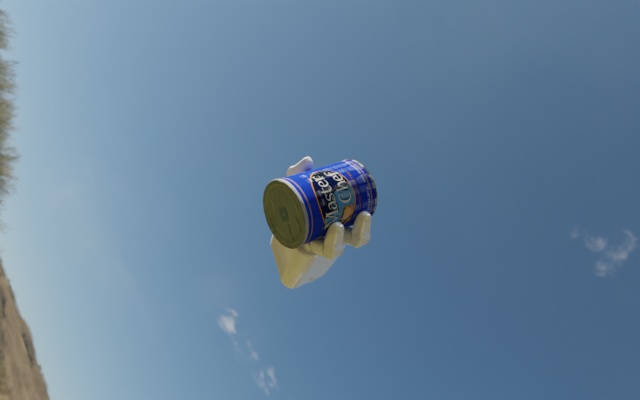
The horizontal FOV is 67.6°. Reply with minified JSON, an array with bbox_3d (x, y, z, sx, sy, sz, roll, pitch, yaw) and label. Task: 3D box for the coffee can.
[{"bbox_3d":[0.000,0.002,0.716,0.140,0.103,0.103,-19,11,-36],"label":"coffee can"}]
